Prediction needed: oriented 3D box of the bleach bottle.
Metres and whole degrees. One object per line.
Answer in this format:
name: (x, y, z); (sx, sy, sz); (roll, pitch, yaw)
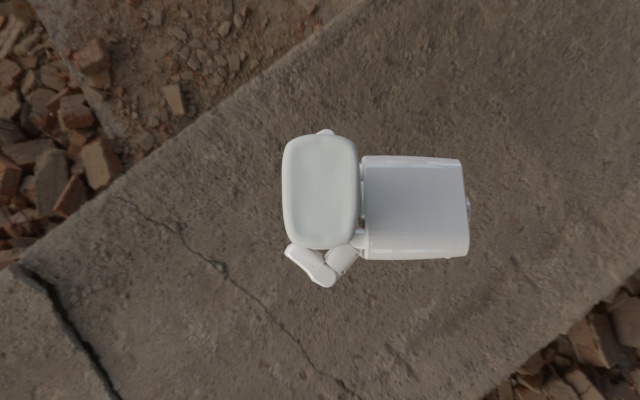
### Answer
bleach bottle: (0.000, 0.002, 0.528); (0.068, 0.102, 0.251); (0, -4, 0)
